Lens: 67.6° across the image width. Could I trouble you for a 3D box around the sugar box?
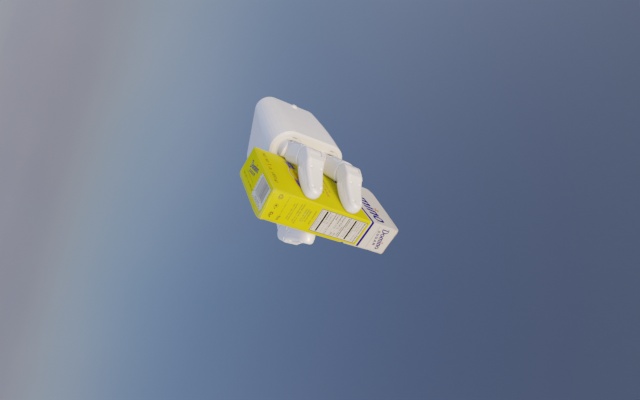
[{"bbox_3d":[0.000,0.001,0.558,0.176,0.048,0.093,16,28,-32],"label":"sugar box"}]
